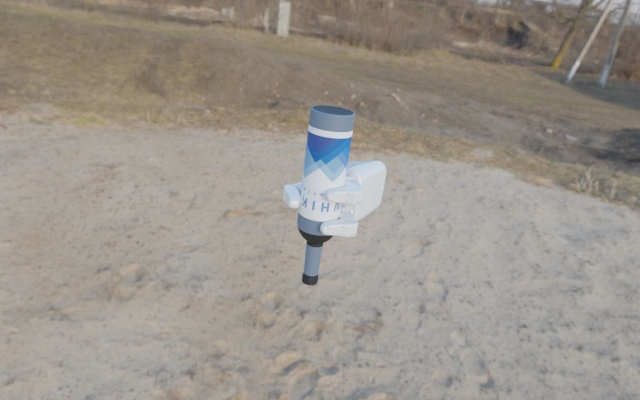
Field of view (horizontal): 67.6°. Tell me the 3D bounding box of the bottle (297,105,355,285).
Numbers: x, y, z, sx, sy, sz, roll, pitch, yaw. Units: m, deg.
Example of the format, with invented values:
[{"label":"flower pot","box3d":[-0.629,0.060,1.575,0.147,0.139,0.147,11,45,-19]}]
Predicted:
[{"label":"bottle","box3d":[0.000,0.002,0.758,0.069,0.296,0.069,7,22,-3]}]
